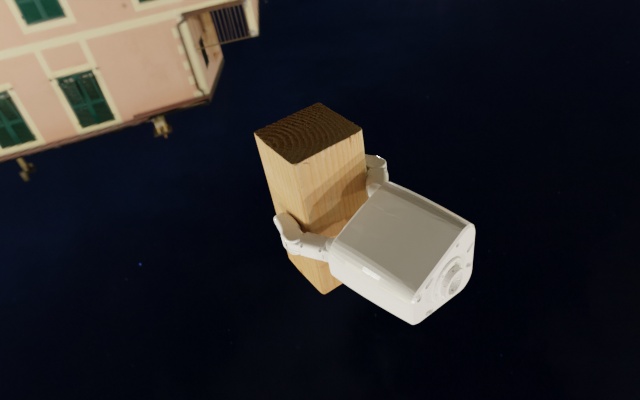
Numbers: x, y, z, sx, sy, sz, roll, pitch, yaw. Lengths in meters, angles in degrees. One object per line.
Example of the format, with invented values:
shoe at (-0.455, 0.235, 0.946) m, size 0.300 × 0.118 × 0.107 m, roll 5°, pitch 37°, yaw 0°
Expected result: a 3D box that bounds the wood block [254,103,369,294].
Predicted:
wood block at (0.000, 0.002, 0.580) m, size 0.091 × 0.206 × 0.090 m, roll -29°, pitch 43°, yaw -20°
